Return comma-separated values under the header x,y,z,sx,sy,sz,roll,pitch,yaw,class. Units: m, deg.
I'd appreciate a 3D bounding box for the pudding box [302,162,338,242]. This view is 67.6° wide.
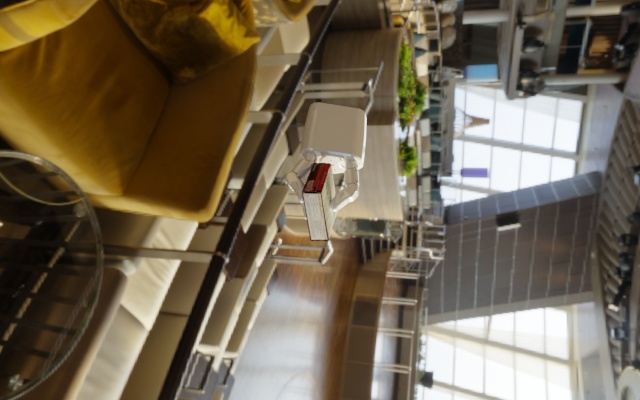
x,y,z,sx,sy,sz,roll,pitch,yaw,class
0.000,0.003,0.846,0.039,0.114,0.090,1,38,16,pudding box
